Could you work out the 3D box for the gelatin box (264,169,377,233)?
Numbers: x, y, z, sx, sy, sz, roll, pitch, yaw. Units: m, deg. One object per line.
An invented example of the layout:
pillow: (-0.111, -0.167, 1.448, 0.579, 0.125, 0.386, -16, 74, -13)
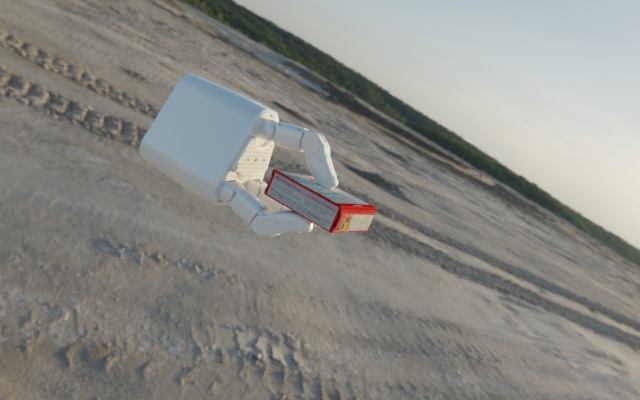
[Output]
gelatin box: (0.001, 0.001, 0.475, 0.089, 0.030, 0.073, 28, 12, 30)
